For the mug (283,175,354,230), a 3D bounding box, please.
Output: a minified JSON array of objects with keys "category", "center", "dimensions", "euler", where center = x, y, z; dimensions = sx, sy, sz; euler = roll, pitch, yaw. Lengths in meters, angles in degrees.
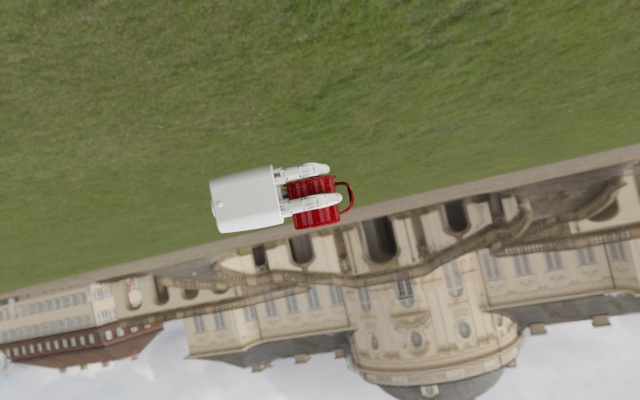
[{"category":"mug","center":[0.002,0.003,0.823],"dimensions":[0.117,0.081,0.093],"euler":[-11,-2,1]}]
